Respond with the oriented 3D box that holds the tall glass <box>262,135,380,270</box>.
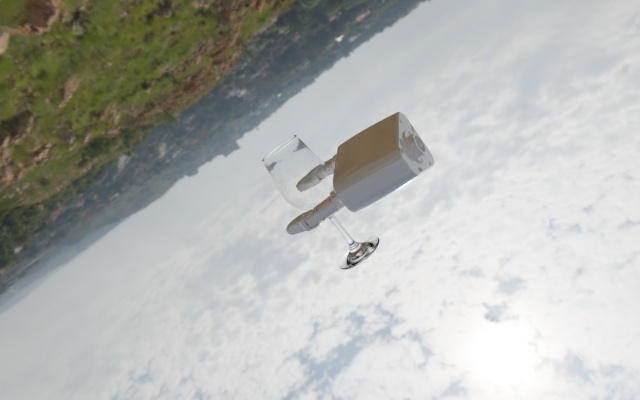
[{"bbox_3d":[0.000,0.003,0.698,0.079,0.201,0.079,-36,13,9],"label":"tall glass"}]
